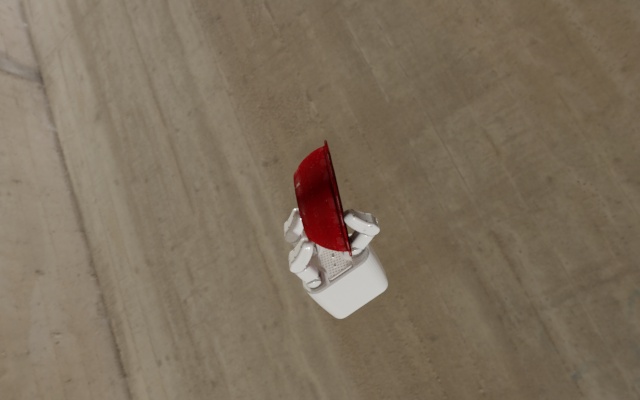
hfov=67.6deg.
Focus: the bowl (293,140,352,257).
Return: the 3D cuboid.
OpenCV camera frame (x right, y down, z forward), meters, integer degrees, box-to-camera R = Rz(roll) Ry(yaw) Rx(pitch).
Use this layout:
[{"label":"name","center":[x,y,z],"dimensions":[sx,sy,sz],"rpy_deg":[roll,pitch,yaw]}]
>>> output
[{"label":"bowl","center":[-0.001,0.001,0.650],"dimensions":[0.055,0.162,0.162],"rpy_deg":[-12,-1,3]}]
